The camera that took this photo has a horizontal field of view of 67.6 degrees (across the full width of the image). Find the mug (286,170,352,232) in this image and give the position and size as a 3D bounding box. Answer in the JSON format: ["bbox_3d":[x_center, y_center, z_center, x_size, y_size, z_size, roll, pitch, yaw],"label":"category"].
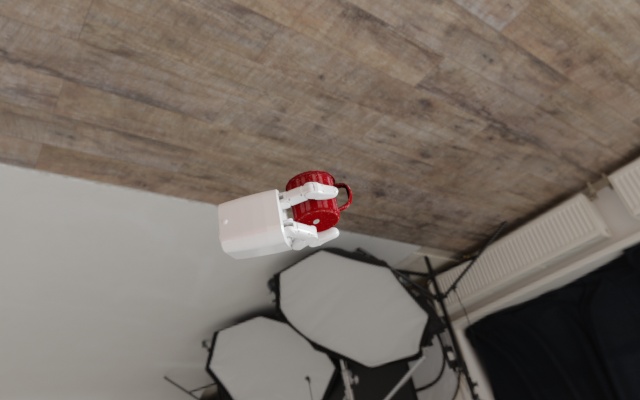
[{"bbox_3d":[0.002,0.003,0.860,0.117,0.081,0.093,-13,-31,1],"label":"mug"}]
